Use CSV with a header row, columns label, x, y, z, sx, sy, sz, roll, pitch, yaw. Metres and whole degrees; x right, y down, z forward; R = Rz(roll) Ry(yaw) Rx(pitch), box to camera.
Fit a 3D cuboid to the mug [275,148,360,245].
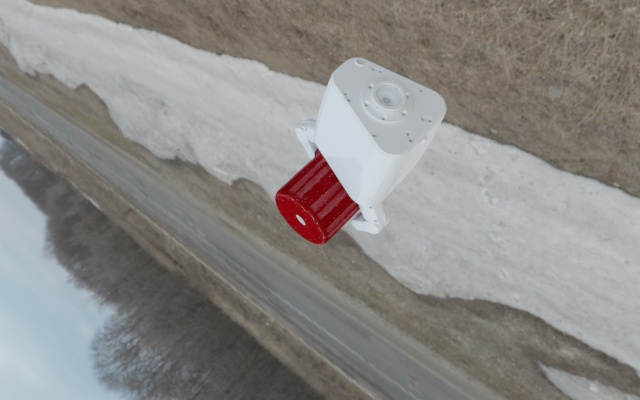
label,x,y,z,sx,sy,sz,roll,pitch,yaw
mug,0.000,0.003,0.570,0.081,0.093,0.117,-44,-12,-23
